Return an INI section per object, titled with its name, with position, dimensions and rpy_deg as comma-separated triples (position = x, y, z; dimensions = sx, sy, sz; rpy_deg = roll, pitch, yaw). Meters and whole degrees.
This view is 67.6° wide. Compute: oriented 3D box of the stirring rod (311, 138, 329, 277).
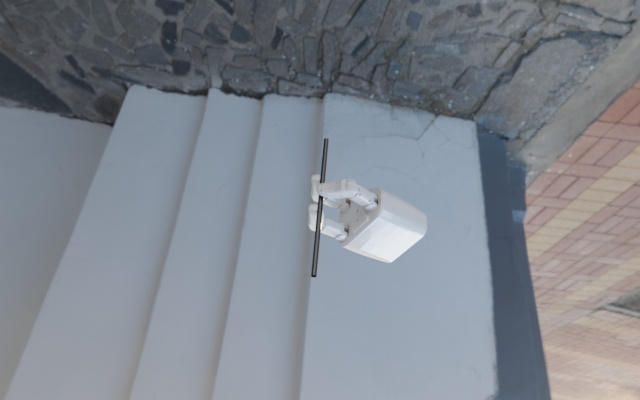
[stirring rod]
position = 0.000, 0.002, 0.722
dimensions = 0.011, 0.239, 0.011
rpy_deg = 4, -31, 2
